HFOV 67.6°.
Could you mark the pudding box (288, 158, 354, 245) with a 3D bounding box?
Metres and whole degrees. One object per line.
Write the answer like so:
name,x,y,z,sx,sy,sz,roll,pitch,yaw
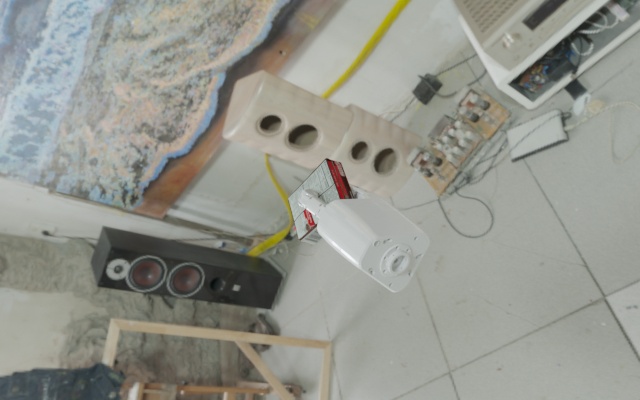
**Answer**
pudding box,0.000,0.002,0.757,0.039,0.090,0.113,17,-47,-39
